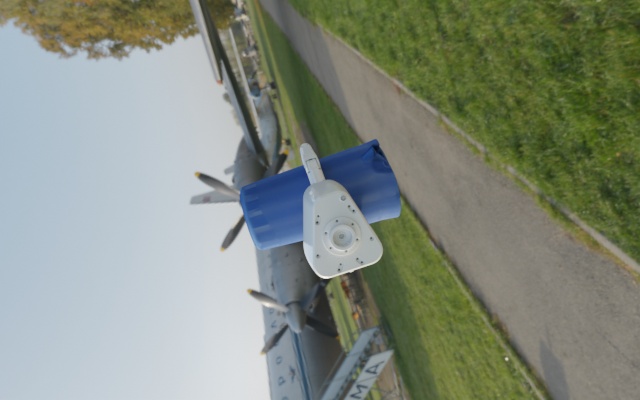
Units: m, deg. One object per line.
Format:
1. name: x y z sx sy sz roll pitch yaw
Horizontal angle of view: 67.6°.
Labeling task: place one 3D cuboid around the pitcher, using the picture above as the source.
1. pitcher: 0.000 0.003 0.784 0.243 0.149 0.145 -17 12 -4
